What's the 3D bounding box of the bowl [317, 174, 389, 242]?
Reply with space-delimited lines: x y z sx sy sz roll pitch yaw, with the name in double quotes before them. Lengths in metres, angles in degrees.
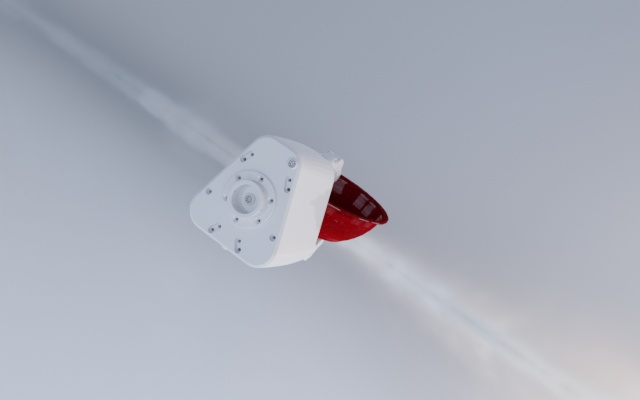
"bowl" 0.001 0.002 0.582 0.162 0.055 0.162 28 16 -9
